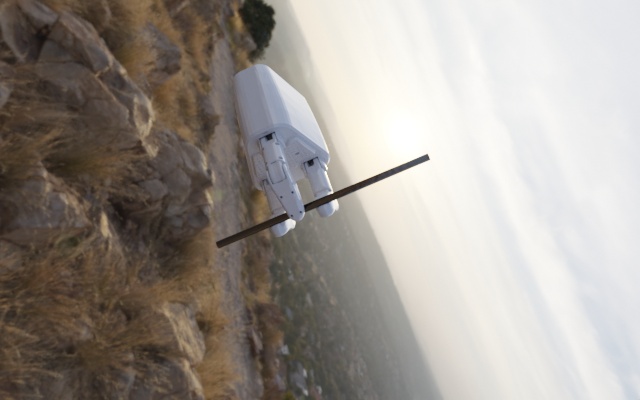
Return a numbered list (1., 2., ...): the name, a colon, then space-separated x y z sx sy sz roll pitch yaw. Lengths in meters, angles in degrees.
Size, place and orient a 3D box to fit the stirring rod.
1. stirring rod: 0.000 0.002 0.499 0.239 0.011 0.011 -23 -3 6
